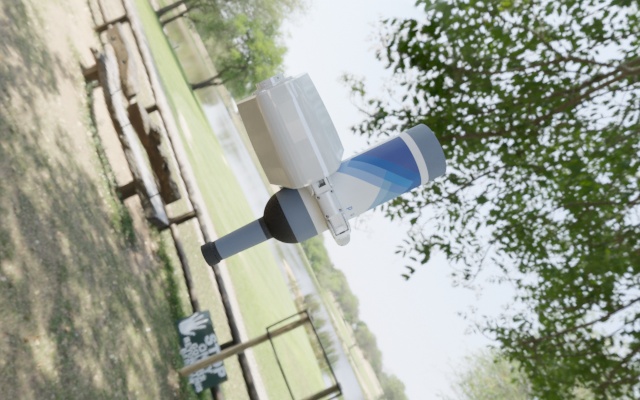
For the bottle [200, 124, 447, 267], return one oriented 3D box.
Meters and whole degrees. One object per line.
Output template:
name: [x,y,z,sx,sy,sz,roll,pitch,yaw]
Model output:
bottle: [0.000,0.002,0.559,0.295,0.069,0.069,-25,1,-3]
